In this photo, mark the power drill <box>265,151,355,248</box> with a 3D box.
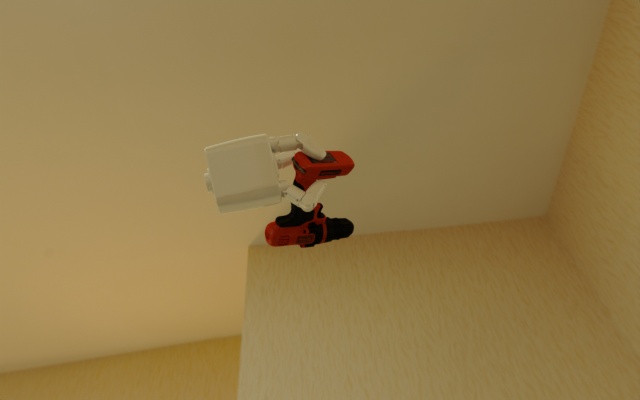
[{"bbox_3d":[0.000,0.002,0.867,0.184,0.188,0.057,-5,35,-31],"label":"power drill"}]
